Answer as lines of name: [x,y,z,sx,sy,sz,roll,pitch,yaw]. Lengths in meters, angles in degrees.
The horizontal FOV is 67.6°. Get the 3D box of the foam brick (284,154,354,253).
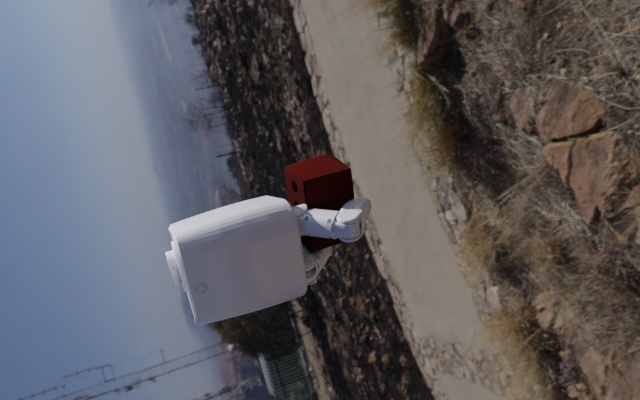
foam brick: [0.000,0.001,0.473,0.051,0.078,0.053,-15,25,-19]
